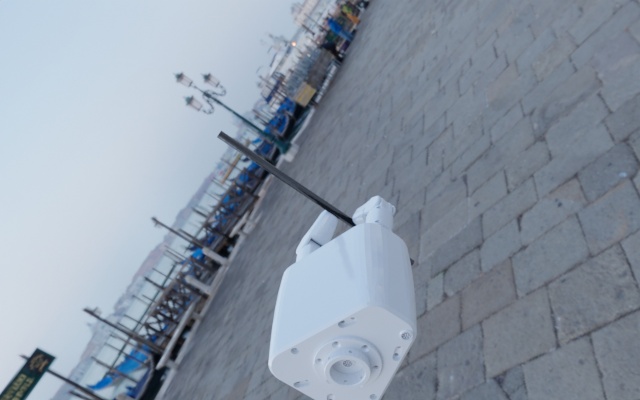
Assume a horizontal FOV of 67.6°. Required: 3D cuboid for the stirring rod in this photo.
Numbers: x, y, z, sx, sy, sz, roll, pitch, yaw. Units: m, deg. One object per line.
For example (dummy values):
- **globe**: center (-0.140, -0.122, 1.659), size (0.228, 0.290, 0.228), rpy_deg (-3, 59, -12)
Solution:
- **stirring rod**: center (0.000, 0.002, 0.484), size (0.239, 0.011, 0.011), rpy_deg (34, -8, -12)
